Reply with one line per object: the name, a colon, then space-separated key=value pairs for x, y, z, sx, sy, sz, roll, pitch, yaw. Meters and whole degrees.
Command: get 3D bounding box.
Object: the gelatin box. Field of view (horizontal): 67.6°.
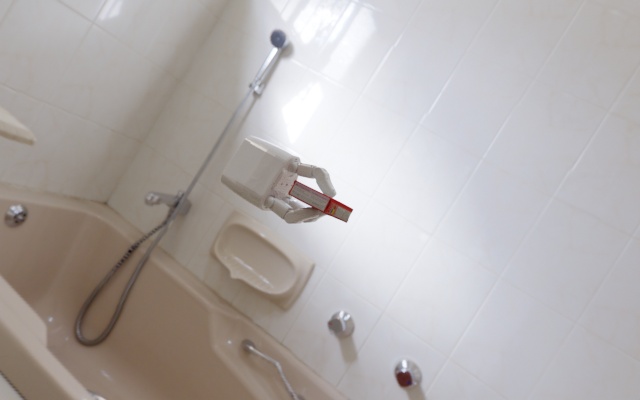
gelatin box: x=0.001 y=0.002 z=0.805 sx=0.089 sy=0.030 sz=0.073 roll=26 pitch=-1 yaw=37
